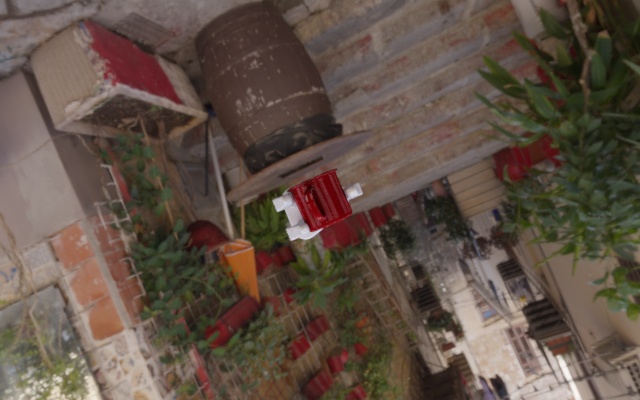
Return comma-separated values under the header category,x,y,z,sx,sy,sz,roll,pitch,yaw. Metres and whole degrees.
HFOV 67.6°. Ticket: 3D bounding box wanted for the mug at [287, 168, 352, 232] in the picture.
category,x,y,z,sx,sy,sz,roll,pitch,yaw
mug,0.000,0.003,0.788,0.093,0.081,0.117,-24,0,11
